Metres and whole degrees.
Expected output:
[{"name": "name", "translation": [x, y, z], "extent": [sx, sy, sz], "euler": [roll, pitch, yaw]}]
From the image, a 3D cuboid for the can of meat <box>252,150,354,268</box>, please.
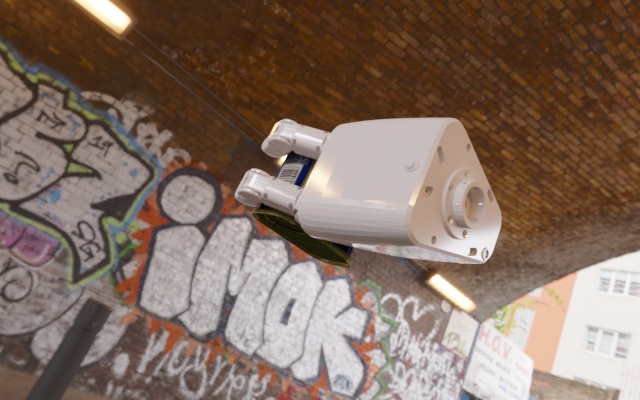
[{"name": "can of meat", "translation": [0.000, 0.001, 0.445], "extent": [0.102, 0.084, 0.057], "euler": [38, -21, -33]}]
